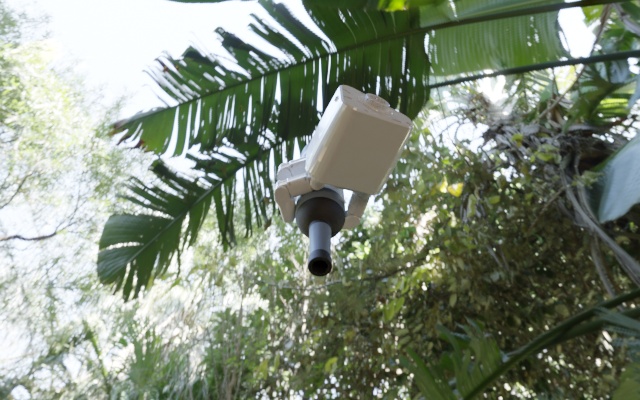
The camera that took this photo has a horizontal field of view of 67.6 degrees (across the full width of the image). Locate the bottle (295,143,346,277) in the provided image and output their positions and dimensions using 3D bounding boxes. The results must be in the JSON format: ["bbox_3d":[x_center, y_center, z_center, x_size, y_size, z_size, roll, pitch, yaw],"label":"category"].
[{"bbox_3d":[0.000,0.002,0.659,0.069,0.069,0.295,0,29,0],"label":"bottle"}]
